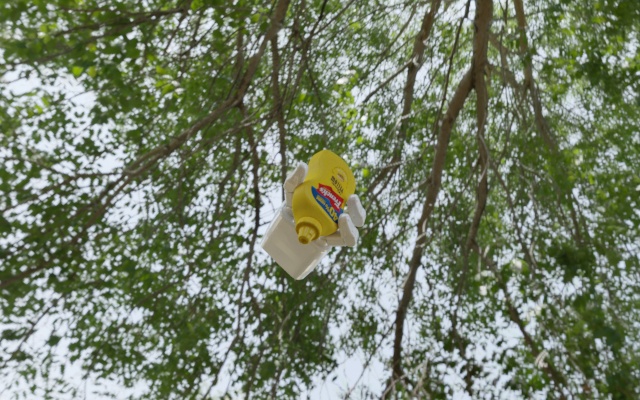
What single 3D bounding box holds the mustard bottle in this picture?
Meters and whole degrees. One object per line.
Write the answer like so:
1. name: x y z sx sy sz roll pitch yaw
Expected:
1. mustard bottle: 0.000 0.002 0.792 0.058 0.096 0.191 -24 27 34
